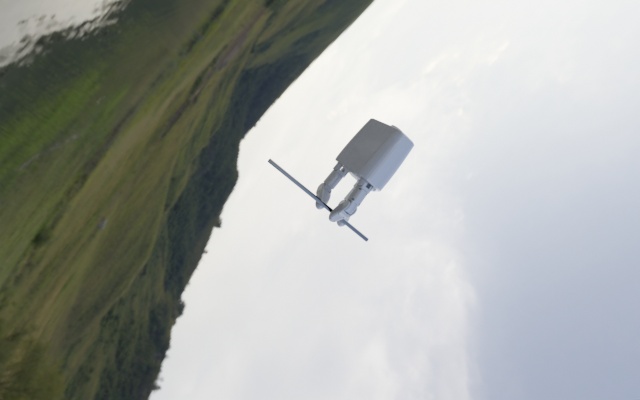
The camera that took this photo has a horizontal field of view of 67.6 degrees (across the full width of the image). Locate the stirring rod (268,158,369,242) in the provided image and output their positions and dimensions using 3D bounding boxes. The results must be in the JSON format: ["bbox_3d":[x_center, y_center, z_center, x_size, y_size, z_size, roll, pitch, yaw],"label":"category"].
[{"bbox_3d":[0.000,0.003,0.850,0.239,0.011,0.011,39,-16,-21],"label":"stirring rod"}]
